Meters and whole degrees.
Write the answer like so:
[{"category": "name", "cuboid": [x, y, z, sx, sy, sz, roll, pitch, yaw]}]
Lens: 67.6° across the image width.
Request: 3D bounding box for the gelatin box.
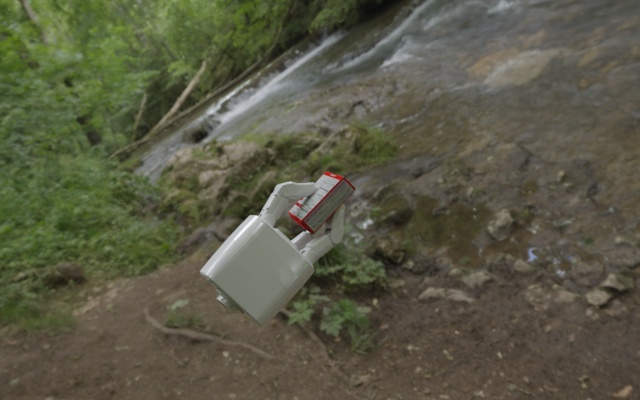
[{"category": "gelatin box", "cuboid": [0.000, 0.002, 0.685, 0.030, 0.089, 0.073, 45, -6, -19]}]
